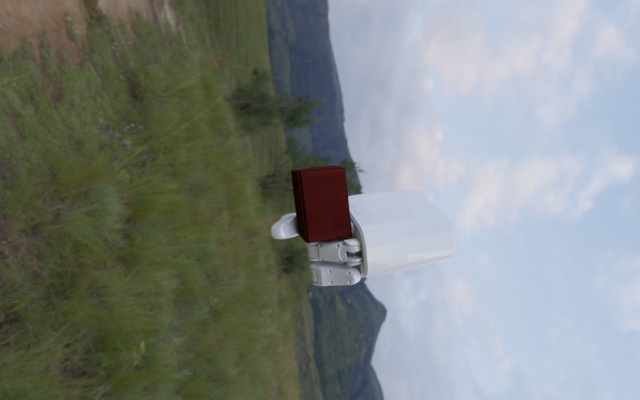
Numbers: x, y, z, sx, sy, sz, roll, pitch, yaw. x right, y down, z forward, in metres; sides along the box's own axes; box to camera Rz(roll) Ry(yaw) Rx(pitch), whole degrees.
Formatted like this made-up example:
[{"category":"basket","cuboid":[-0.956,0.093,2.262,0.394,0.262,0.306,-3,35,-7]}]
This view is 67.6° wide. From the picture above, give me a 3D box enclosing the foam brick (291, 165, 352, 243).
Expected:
[{"category":"foam brick","cuboid":[0.000,0.001,0.526,0.051,0.078,0.053,-8,8,-11]}]
